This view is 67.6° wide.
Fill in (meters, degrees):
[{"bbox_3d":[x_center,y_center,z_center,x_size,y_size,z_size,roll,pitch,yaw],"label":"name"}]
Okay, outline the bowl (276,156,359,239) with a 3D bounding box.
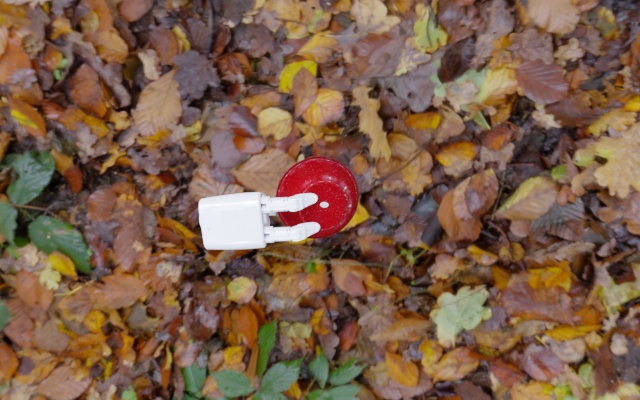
[{"bbox_3d":[0.001,0.003,0.879,0.162,0.162,0.055,0,15,-12],"label":"bowl"}]
